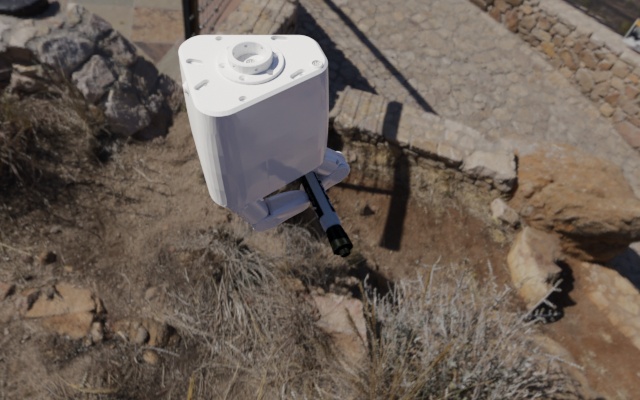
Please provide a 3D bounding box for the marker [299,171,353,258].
[{"bbox_3d":[0.000,0.001,0.447,0.020,0.121,0.020,-18,-34,-12],"label":"marker"}]
